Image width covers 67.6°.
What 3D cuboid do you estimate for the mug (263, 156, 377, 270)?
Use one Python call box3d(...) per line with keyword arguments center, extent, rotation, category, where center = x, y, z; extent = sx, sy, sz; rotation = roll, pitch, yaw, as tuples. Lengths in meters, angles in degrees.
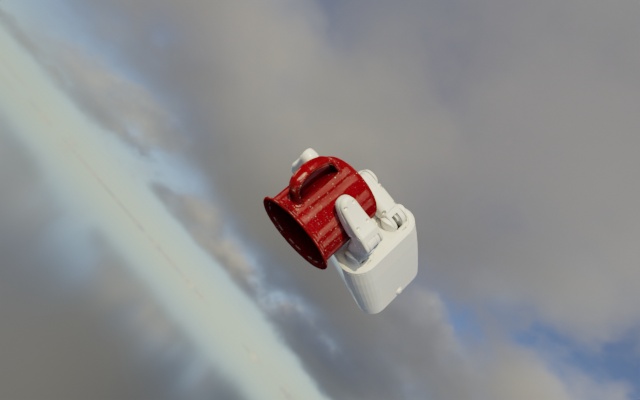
box3d(center=(0.000, 0.000, 0.476), extent=(0.093, 0.081, 0.117), rotation=(36, -22, 35), category="mug")
